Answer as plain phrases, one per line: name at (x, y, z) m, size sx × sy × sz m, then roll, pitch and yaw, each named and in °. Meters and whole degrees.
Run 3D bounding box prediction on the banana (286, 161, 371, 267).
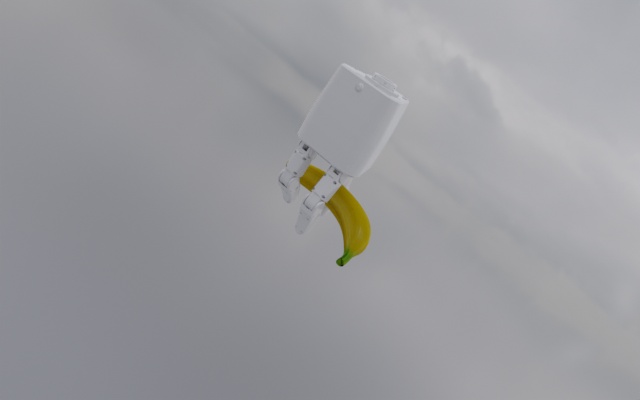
banana at (0.017, 0.005, 0.637) m, size 0.069 × 0.037 × 0.197 m, roll 3°, pitch 38°, yaw -32°
